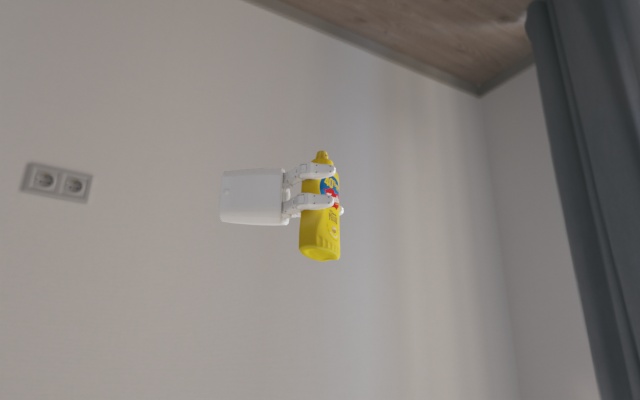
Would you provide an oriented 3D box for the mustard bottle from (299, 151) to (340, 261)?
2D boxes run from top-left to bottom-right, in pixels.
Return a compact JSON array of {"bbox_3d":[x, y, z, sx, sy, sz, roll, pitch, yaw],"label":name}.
[{"bbox_3d":[0.000,0.003,0.825,0.058,0.191,0.096,-10,-24,26],"label":"mustard bottle"}]
